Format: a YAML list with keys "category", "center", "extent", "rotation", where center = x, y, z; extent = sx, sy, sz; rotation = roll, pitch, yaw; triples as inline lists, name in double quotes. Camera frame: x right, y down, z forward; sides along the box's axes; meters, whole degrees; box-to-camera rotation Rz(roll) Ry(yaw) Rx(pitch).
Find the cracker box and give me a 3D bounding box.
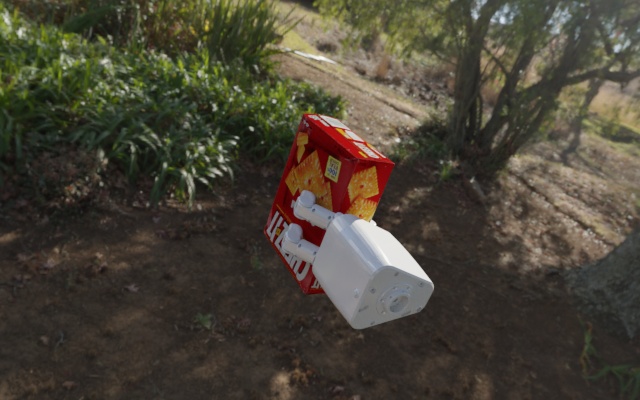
- category: "cracker box"
  center: [0.000, 0.002, 0.694]
  extent: [0.072, 0.214, 0.164]
  rotation: [5, 27, -33]
